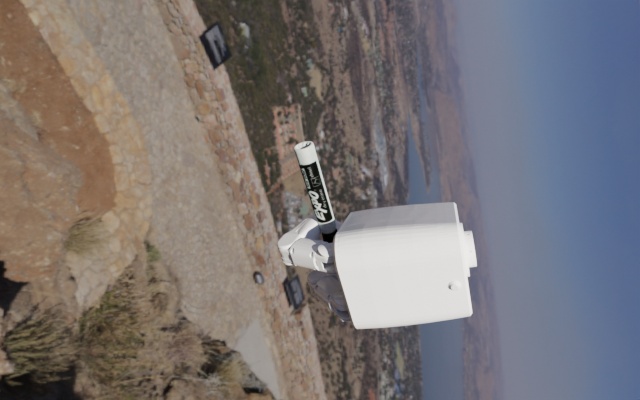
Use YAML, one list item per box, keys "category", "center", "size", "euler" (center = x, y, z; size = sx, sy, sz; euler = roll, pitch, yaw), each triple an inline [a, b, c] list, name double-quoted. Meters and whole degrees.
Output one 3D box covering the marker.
- category: "marker"
  center: [0.000, 0.002, 0.458]
  size: [0.020, 0.121, 0.020]
  euler: [-13, 28, 7]
